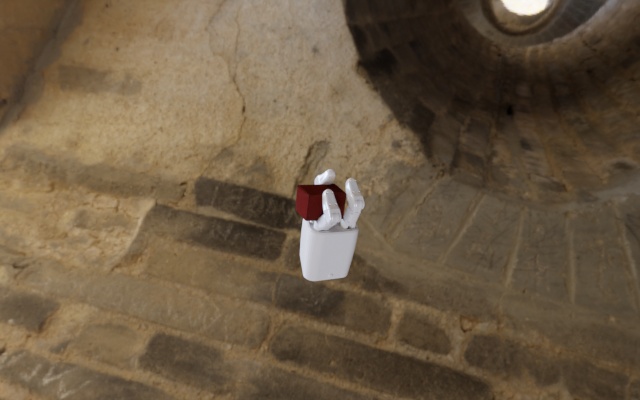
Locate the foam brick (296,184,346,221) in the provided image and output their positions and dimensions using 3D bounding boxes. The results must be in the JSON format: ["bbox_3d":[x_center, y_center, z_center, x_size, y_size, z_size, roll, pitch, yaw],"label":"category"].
[{"bbox_3d":[0.000,0.003,0.870,0.078,0.051,0.053,-2,24,-26],"label":"foam brick"}]
